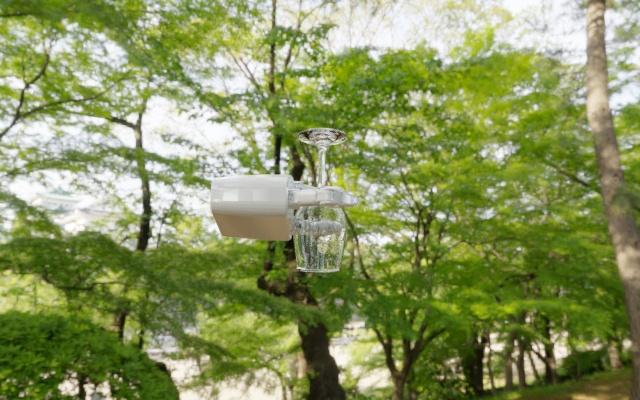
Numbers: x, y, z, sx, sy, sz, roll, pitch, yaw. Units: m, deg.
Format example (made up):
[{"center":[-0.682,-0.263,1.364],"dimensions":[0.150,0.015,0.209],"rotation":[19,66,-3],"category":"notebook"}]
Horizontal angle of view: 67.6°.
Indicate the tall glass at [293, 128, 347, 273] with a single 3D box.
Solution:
[{"center":[0.000,0.002,0.692],"dimensions":[0.079,0.201,0.079],"rotation":[1,-11,0],"category":"tall glass"}]
